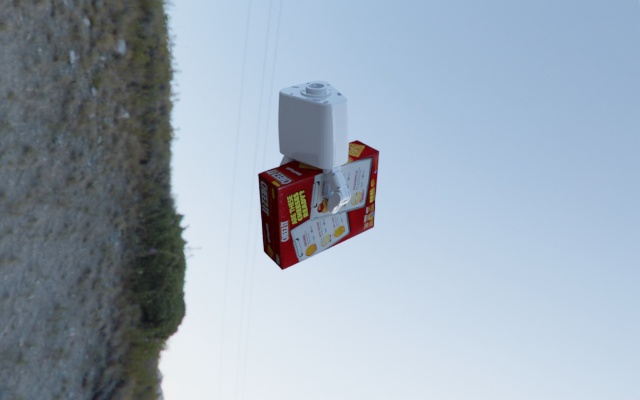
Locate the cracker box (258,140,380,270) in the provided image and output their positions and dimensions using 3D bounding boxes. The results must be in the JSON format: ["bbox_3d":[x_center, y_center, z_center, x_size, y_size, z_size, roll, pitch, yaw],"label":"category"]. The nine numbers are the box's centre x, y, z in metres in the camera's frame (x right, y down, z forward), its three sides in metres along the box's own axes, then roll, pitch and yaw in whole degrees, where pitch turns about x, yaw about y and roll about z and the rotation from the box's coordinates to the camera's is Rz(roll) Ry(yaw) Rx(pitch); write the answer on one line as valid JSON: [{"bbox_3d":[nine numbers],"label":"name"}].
[{"bbox_3d":[0.000,0.003,0.834,0.213,0.164,0.072,-22,38,-31],"label":"cracker box"}]
